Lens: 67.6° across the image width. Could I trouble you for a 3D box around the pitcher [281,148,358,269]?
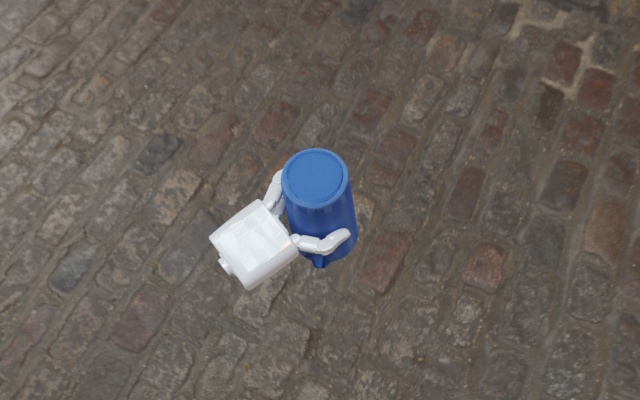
[{"bbox_3d":[0.000,0.003,0.851,0.145,0.149,0.243,-35,-23,-12],"label":"pitcher"}]
